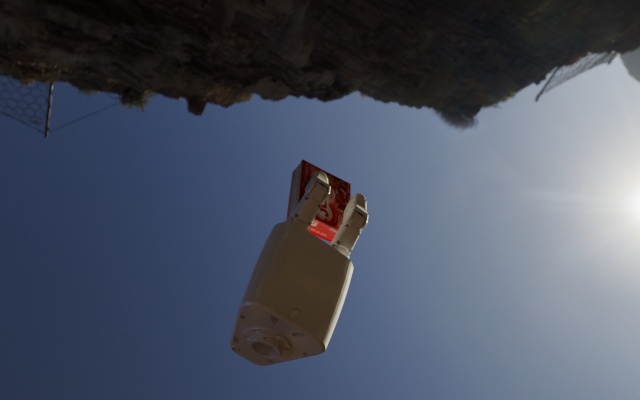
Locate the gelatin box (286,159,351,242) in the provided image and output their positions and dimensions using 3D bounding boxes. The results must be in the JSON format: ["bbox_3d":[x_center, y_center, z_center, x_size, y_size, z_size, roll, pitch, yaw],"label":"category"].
[{"bbox_3d":[0.000,0.002,0.575,0.073,0.089,0.030,26,-48,-21],"label":"gelatin box"}]
